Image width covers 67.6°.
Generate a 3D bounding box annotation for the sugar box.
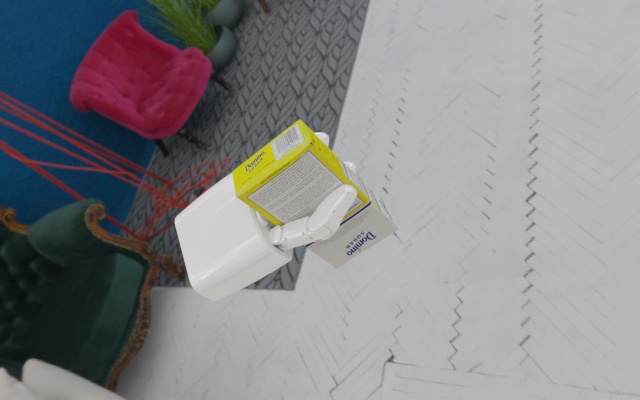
[{"bbox_3d":[0.000,0.001,0.515,0.093,0.048,0.176,-34,-44,16],"label":"sugar box"}]
